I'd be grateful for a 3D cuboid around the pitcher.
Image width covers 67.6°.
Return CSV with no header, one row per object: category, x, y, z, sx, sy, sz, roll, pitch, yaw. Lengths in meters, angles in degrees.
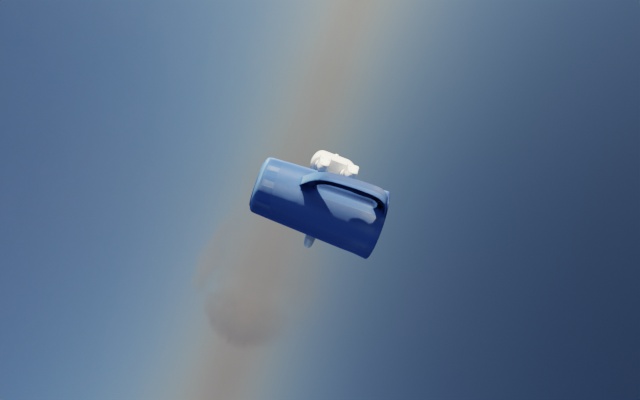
pitcher,0.000,0.003,0.877,0.243,0.149,0.145,19,15,-3
